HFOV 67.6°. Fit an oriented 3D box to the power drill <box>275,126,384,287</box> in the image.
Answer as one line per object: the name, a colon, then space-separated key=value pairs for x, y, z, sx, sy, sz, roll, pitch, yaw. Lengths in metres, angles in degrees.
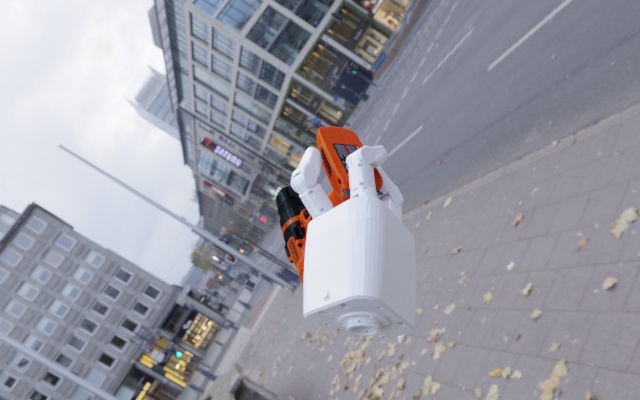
power drill: x=0.000 y=0.002 z=0.606 sx=0.057 sy=0.188 sz=0.184 roll=-2 pitch=46 yaw=-27
